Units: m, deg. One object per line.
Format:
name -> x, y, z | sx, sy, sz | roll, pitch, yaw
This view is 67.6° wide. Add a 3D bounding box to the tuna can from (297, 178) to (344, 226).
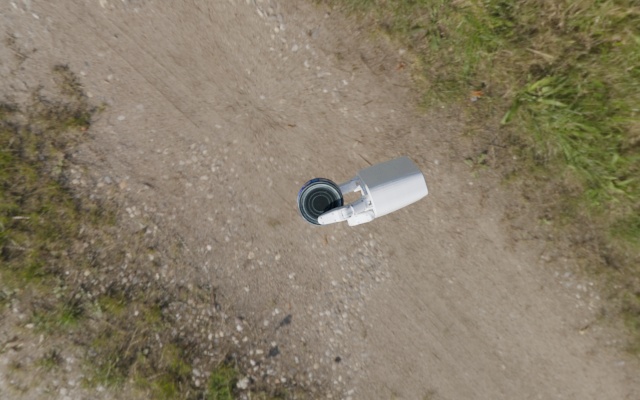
tuna can -> 0.000, 0.003, 0.878 | 0.086, 0.086, 0.033 | 0, 13, -3
